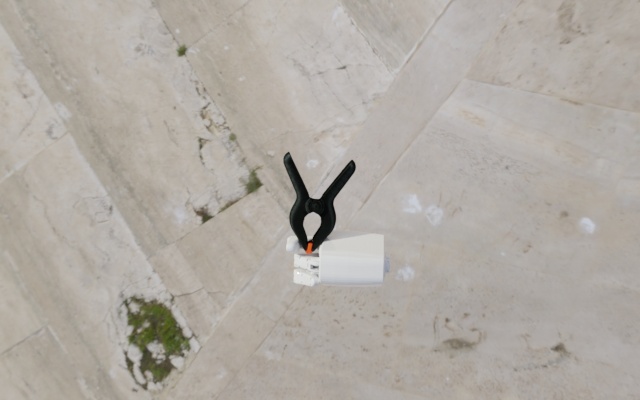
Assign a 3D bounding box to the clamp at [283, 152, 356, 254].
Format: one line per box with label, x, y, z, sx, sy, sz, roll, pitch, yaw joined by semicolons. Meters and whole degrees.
clamp;0.000;0.003;0.801;0.120;0.171;0.039;-1;10;4
